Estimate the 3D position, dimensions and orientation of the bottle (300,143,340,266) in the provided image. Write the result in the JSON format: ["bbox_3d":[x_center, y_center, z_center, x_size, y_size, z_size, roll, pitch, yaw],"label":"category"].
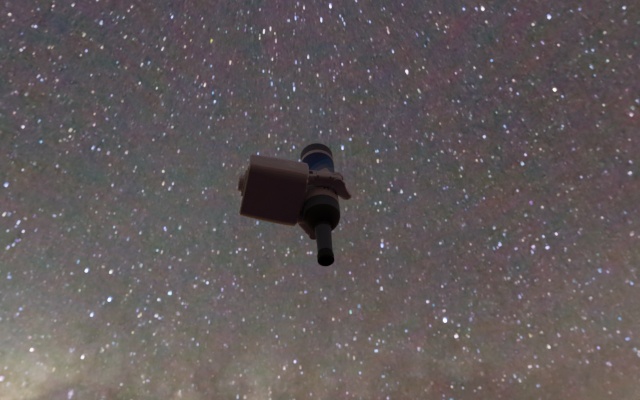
[{"bbox_3d":[0.000,0.003,0.876,0.069,0.069,0.295,0,40,-4],"label":"bottle"}]
